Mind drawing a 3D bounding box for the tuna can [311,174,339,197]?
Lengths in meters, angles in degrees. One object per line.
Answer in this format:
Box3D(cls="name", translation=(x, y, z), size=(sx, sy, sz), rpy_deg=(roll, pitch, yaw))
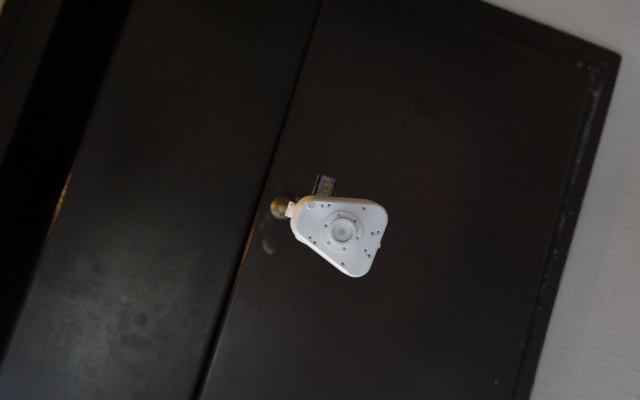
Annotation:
Box3D(cls="tuna can", translation=(0.000, 0.002, 0.748), size=(0.034, 0.086, 0.086), rpy_deg=(18, 0, -1))
